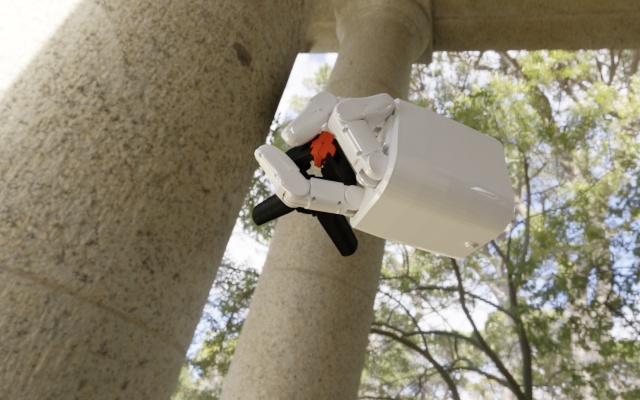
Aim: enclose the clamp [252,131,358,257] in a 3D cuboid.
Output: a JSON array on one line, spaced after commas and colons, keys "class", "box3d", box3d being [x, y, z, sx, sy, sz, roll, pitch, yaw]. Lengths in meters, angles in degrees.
[{"class": "clamp", "box3d": [0.000, 0.001, 0.469, 0.120, 0.039, 0.171, 19, -30, -7]}]
